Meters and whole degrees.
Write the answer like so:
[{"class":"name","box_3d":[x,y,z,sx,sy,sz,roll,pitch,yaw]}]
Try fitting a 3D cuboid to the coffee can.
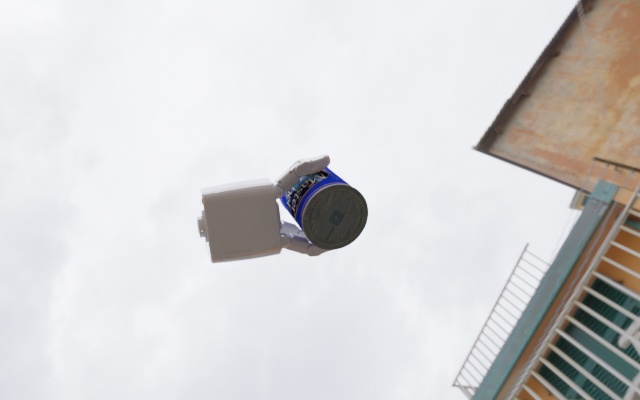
[{"class":"coffee can","box_3d":[0.000,0.002,0.753,0.103,0.103,0.140,0,20,-21]}]
